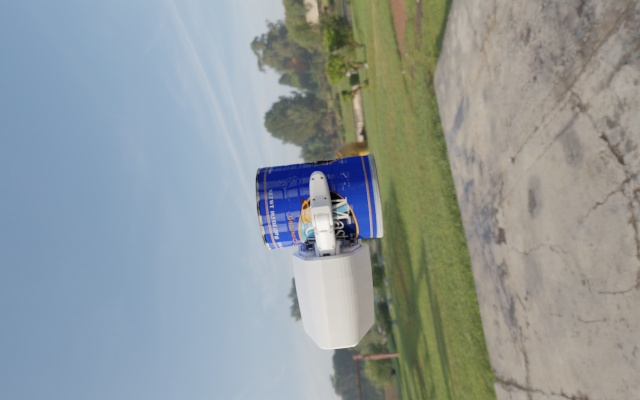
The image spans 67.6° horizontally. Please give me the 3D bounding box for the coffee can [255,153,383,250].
[{"bbox_3d":[0.000,0.002,0.584,0.140,0.103,0.103,-7,0,3],"label":"coffee can"}]
